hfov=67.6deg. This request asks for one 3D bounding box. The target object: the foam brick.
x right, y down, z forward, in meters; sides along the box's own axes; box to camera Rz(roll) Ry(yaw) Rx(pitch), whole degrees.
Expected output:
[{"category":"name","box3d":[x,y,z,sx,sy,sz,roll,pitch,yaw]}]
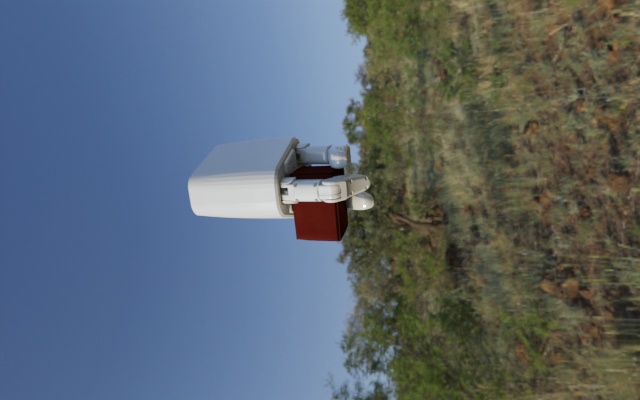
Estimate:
[{"category":"foam brick","box3d":[0.000,0.002,0.544,0.051,0.078,0.053,-2,14,14]}]
